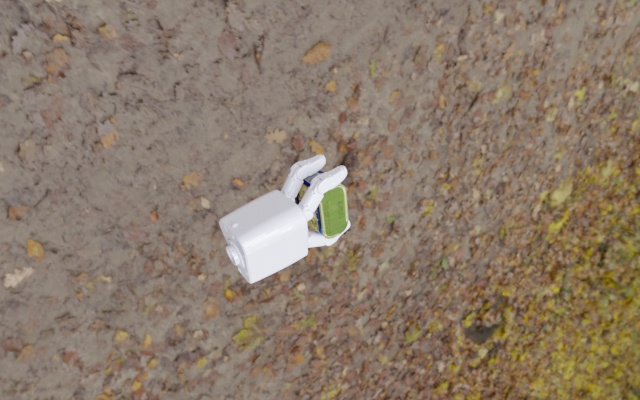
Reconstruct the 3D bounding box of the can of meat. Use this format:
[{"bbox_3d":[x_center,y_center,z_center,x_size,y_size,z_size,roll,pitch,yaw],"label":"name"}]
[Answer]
[{"bbox_3d":[0.000,0.003,0.789,0.057,0.102,0.084,-24,36,-25],"label":"can of meat"}]
